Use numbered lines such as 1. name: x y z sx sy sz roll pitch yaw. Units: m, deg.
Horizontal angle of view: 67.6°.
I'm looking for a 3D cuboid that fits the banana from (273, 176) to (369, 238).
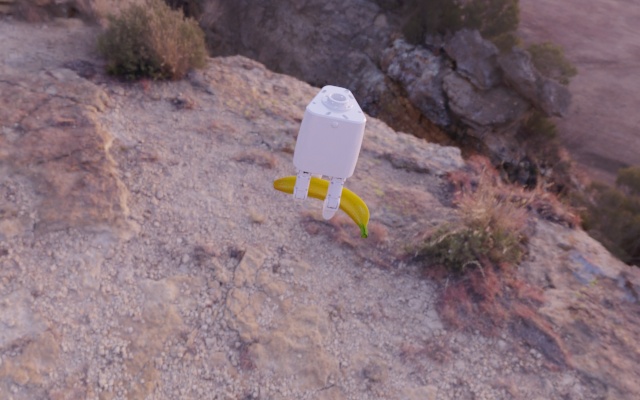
1. banana: 0.012 -0.006 0.865 0.198 0.037 0.069 27 44 13
